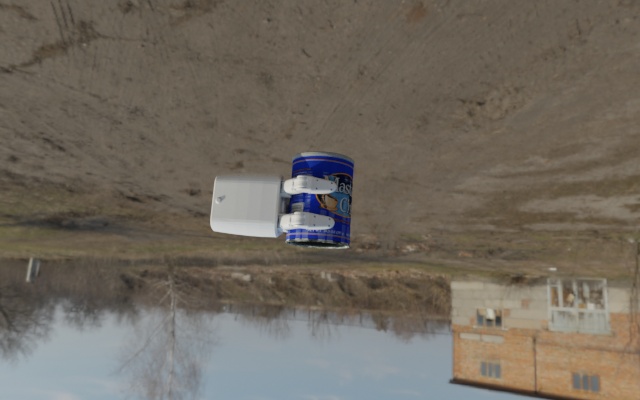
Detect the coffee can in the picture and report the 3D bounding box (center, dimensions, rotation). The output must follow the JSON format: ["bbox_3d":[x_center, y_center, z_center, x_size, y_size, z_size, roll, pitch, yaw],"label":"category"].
[{"bbox_3d":[0.000,0.002,0.771,0.103,0.140,0.103,4,-11,1],"label":"coffee can"}]
